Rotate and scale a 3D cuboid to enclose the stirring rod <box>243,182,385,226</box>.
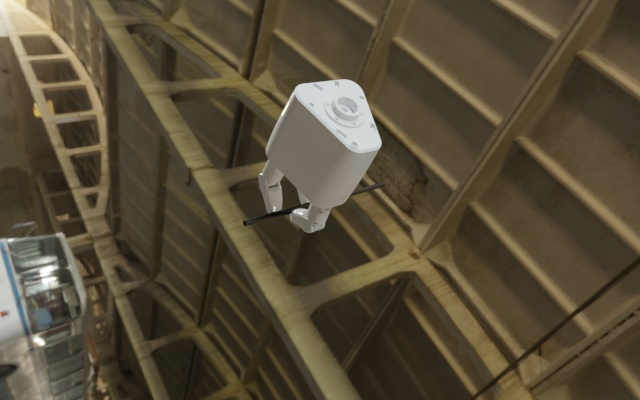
[{"bbox_3d":[0.000,0.002,0.673,0.239,0.011,0.011,-16,9,-33],"label":"stirring rod"}]
